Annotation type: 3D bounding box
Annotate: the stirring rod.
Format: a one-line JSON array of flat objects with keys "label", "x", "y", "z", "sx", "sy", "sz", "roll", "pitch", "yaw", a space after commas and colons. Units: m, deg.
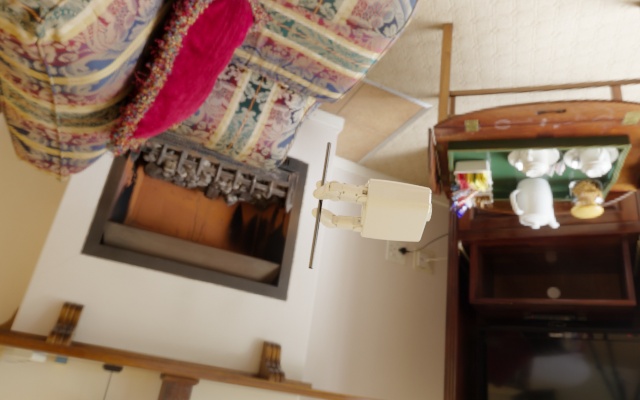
[{"label": "stirring rod", "x": 0.000, "y": 0.003, "z": 0.834, "sx": 0.011, "sy": 0.239, "sz": 0.011, "roll": 7, "pitch": -24, "yaw": 3}]
